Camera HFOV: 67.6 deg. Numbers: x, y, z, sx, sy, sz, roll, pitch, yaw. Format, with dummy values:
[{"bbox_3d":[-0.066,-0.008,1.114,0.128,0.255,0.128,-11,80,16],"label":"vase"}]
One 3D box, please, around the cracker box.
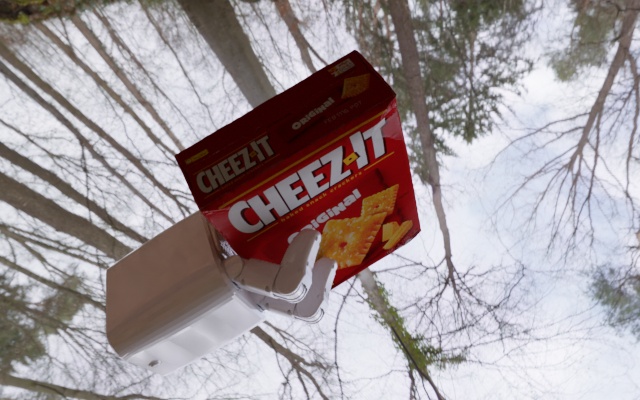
[{"bbox_3d":[0.000,0.001,0.431,0.164,0.072,0.214,-32,-35,-3],"label":"cracker box"}]
